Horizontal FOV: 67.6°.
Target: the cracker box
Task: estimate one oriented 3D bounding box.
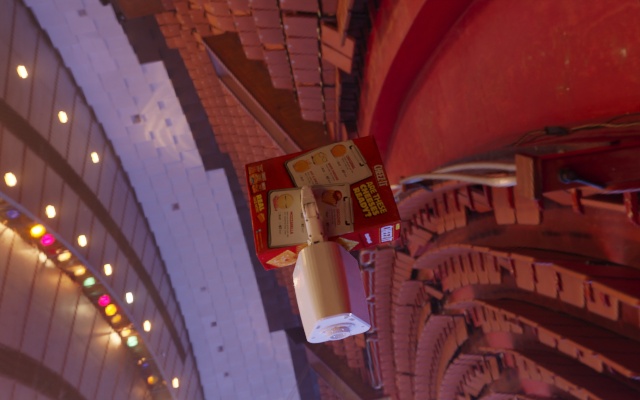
[{"bbox_3d":[0.000,0.002,0.744,0.214,0.164,0.072,-13,-30,0],"label":"cracker box"}]
